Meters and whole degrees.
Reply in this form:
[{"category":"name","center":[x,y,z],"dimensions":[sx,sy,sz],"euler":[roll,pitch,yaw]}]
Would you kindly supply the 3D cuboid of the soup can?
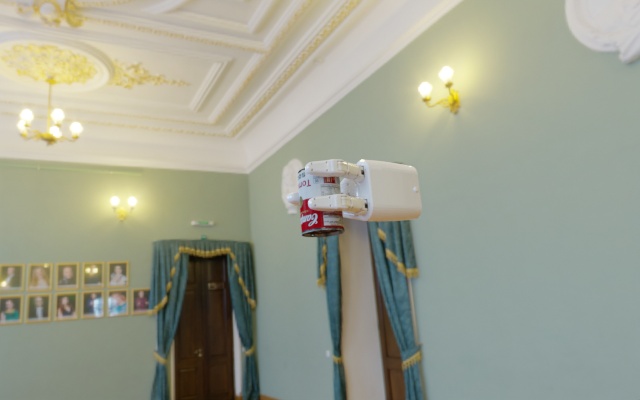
[{"category":"soup can","center":[0.000,0.002,0.753],"dimensions":[0.068,0.102,0.068],"euler":[-4,-13,-1]}]
